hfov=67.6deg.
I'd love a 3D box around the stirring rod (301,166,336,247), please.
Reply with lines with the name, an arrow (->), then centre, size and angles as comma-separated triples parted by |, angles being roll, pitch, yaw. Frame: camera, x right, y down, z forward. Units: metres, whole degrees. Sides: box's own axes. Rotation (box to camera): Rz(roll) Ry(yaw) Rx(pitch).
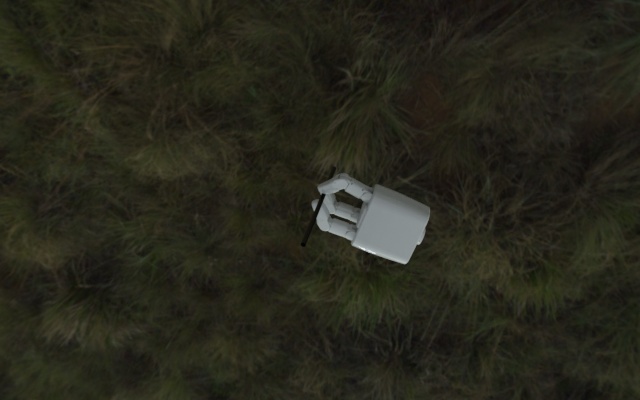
stirring rod -> 0.000, 0.003, 0.829 | 0.011, 0.011, 0.239 | 0, 33, 15
